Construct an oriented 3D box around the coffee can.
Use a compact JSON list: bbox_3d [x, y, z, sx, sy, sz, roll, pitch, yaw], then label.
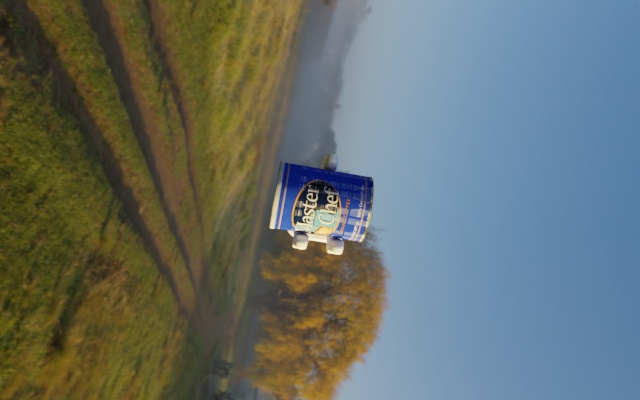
[{"bbox_3d":[0.000,0.002,0.724,0.140,0.103,0.103,9,-1,-5],"label":"coffee can"}]
